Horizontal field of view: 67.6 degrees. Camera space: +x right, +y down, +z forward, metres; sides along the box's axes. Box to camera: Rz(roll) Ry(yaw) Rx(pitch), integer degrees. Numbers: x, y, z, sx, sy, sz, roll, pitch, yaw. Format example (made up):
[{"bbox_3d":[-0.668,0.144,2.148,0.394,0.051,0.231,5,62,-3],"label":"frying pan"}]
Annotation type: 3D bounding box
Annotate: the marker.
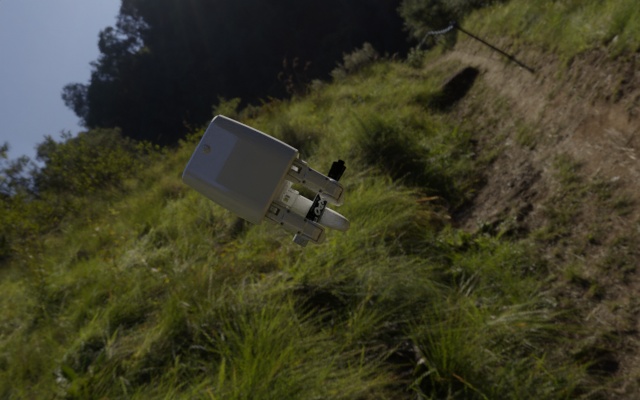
[{"bbox_3d":[0.000,0.002,0.606,0.020,0.121,0.020,27,-7,4],"label":"marker"}]
